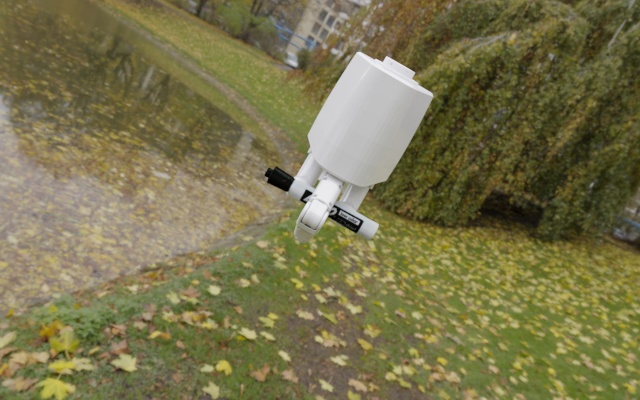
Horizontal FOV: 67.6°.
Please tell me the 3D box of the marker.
[{"bbox_3d":[0.000,0.002,0.465,0.121,0.020,0.020,30,-1,-1],"label":"marker"}]
